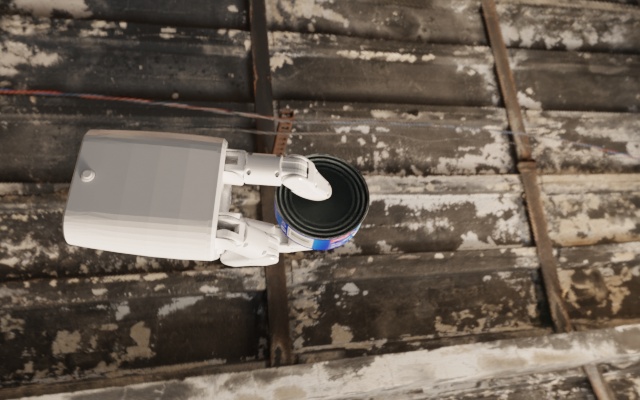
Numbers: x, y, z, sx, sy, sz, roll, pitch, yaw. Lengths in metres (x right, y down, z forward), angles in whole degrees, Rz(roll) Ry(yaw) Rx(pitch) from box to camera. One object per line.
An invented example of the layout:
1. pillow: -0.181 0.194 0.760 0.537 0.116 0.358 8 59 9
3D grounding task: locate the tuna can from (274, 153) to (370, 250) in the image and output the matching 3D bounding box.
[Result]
1. tuna can: 0.000 0.002 0.440 0.086 0.086 0.034 0 -26 -7
